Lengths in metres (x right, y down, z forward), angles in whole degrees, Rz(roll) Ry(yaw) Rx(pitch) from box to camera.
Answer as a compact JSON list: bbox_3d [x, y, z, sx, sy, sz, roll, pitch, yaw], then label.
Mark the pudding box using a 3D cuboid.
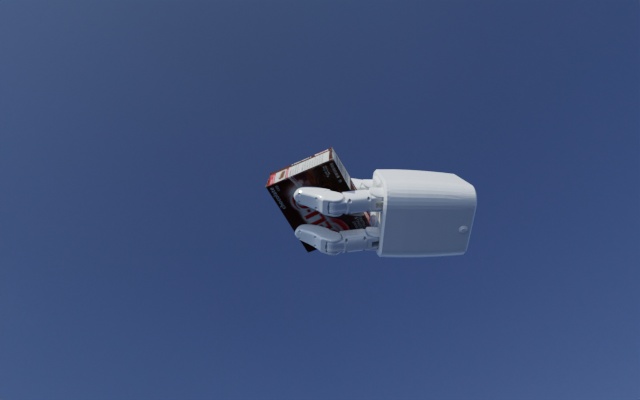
[{"bbox_3d":[0.000,0.002,0.585,0.090,0.113,0.039,-22,27,16],"label":"pudding box"}]
